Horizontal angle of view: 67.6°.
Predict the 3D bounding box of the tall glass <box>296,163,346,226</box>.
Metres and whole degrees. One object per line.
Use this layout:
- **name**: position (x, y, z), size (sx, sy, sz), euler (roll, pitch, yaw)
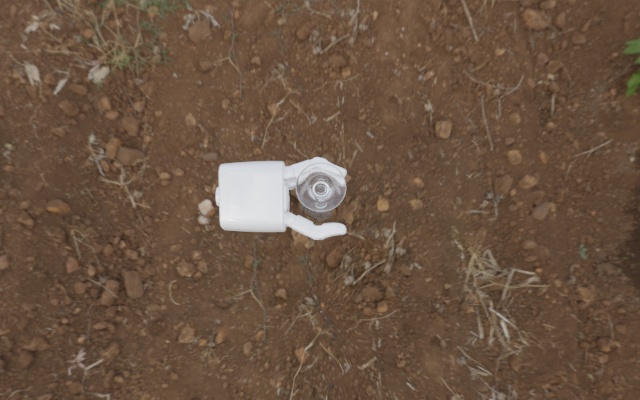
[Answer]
- **tall glass**: position (0.000, 0.003, 0.794), size (0.079, 0.079, 0.201), euler (0, -13, 0)
